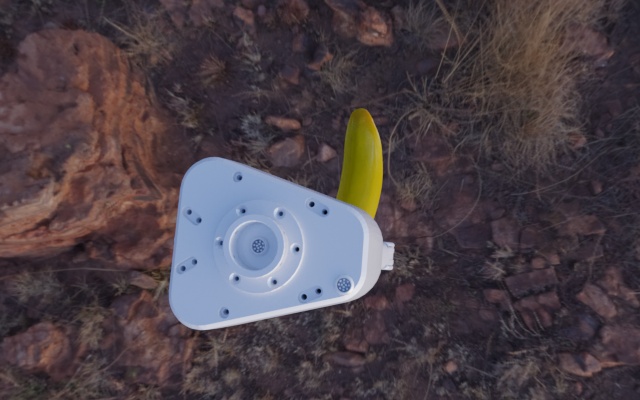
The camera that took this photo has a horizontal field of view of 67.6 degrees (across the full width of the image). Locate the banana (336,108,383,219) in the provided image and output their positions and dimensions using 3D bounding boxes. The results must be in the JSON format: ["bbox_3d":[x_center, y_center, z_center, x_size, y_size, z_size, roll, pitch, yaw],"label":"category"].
[{"bbox_3d":[0.014,0.013,0.433,0.069,0.198,0.037,29,0,14],"label":"banana"}]
